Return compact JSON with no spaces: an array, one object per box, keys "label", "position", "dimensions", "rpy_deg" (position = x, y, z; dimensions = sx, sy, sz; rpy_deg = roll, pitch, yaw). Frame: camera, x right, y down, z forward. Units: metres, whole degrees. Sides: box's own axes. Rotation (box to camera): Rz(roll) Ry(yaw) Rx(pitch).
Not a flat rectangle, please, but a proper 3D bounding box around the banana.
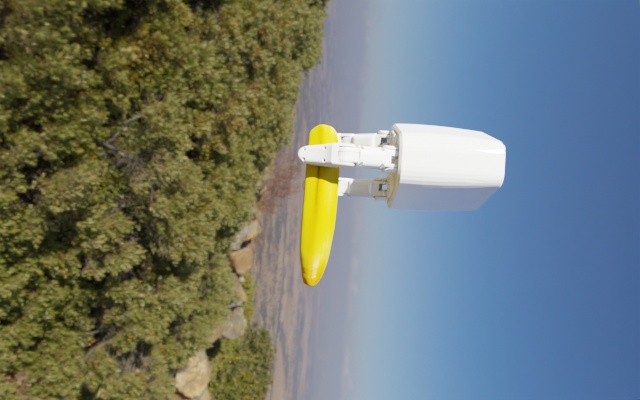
[{"label":"banana","position":[0.001,-0.009,0.520],"dimensions":[0.037,0.197,0.070],"rpy_deg":[4,-26,1]}]
